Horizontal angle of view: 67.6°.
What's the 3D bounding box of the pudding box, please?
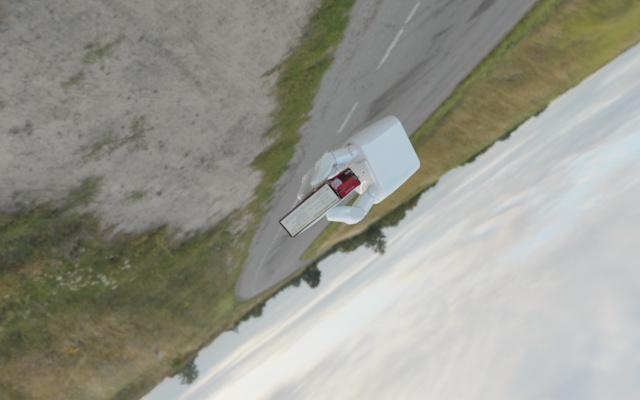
[{"bbox_3d":[0.000,0.003,0.734,0.113,0.039,0.090,-41,-4,30],"label":"pudding box"}]
